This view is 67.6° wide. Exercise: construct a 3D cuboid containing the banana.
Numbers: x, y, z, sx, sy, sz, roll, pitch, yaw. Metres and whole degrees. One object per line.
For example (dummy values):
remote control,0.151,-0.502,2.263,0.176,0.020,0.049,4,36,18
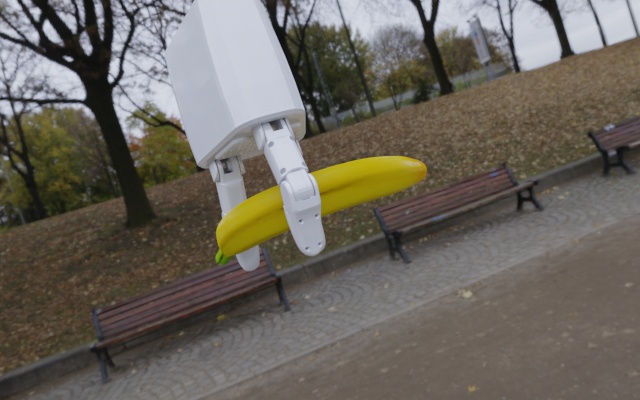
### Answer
banana,-0.004,0.000,0.386,0.198,0.037,0.069,-22,-10,0
